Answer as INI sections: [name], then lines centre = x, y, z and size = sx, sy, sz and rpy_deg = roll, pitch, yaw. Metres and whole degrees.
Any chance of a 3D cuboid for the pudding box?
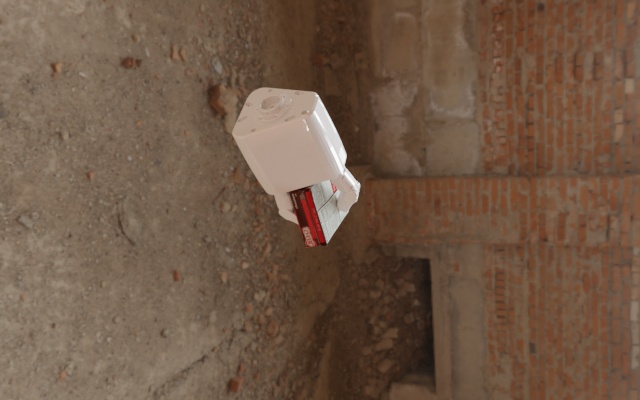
[pudding box]
centre = 0.000, 0.002, 0.685
size = 0.039, 0.090, 0.113
rpy_deg = -5, 22, 25
